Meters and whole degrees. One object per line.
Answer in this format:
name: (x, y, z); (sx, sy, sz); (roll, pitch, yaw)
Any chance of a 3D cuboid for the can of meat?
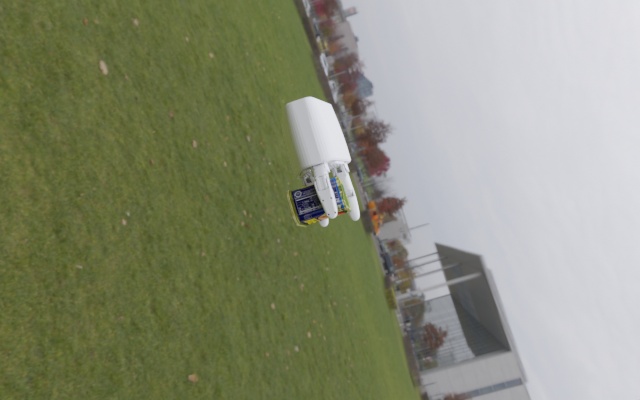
can of meat: (0.000, 0.002, 0.763); (0.084, 0.057, 0.102); (-18, -8, 6)
